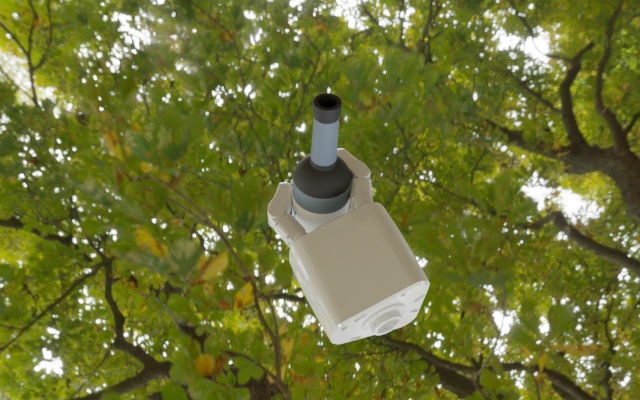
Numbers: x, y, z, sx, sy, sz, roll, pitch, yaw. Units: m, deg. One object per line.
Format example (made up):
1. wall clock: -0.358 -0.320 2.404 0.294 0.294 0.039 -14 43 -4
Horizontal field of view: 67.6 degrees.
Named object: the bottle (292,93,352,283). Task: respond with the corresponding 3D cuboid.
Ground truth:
1. bottle: 0.000 0.002 0.563 0.069 0.069 0.296 0 -40 -3
